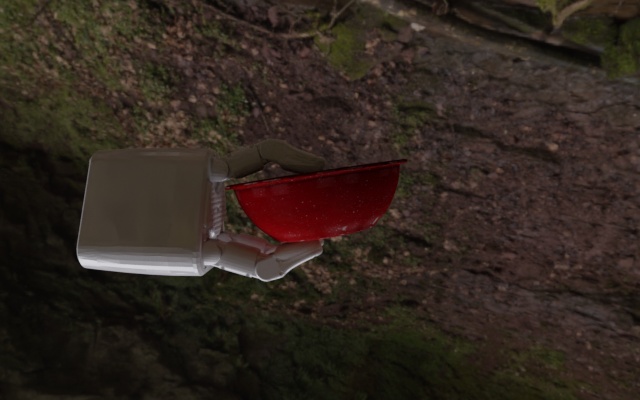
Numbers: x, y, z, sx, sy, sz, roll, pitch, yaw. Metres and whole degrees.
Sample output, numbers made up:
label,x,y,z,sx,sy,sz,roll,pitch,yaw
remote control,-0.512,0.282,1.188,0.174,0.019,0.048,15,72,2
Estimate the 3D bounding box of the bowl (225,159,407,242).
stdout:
label,x,y,z,sx,sy,sz,roll,pitch,yaw
bowl,0.001,0.002,0.425,0.162,0.055,0.162,-9,3,0
